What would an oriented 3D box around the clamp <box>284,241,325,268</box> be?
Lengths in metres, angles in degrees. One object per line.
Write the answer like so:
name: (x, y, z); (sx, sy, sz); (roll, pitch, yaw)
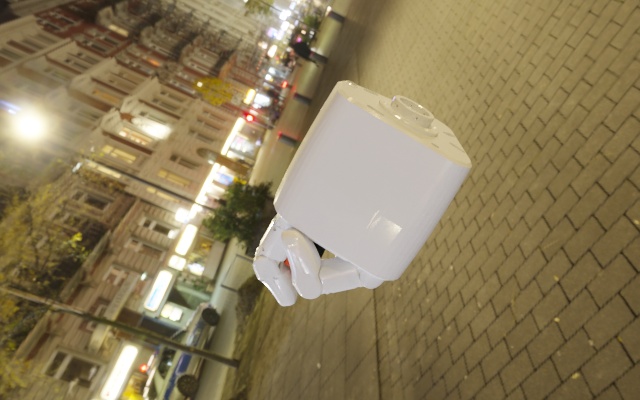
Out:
clamp: (-0.001, 0.001, 0.464); (0.039, 0.120, 0.171); (24, 26, -11)
